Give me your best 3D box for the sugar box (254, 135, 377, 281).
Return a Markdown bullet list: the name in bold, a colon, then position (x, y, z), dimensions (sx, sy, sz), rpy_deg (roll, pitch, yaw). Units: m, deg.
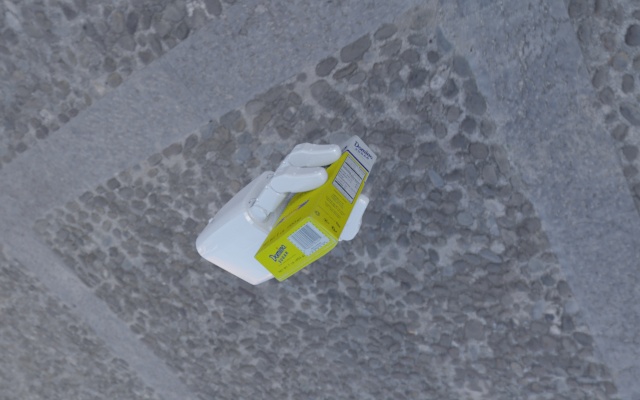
- **sugar box**: position (0.000, 0.001, 0.531), dimensions (0.093, 0.048, 0.176), rpy_deg (-36, 17, 35)
